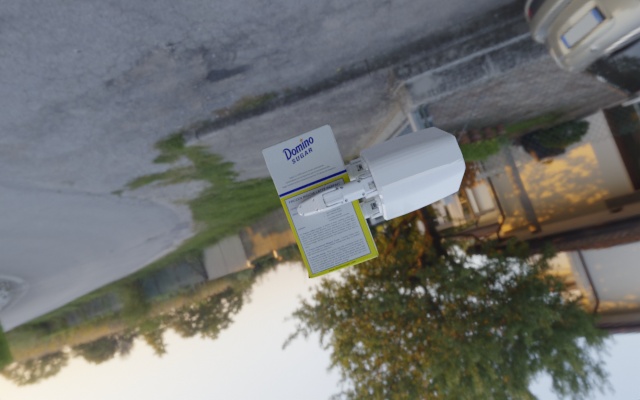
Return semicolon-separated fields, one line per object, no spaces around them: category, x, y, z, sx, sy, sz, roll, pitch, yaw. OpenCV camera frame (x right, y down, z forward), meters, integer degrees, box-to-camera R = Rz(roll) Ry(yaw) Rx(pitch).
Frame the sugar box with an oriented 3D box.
sugar box;0.000;0.002;0.610;0.093;0.176;0.048;-20;-3;4
